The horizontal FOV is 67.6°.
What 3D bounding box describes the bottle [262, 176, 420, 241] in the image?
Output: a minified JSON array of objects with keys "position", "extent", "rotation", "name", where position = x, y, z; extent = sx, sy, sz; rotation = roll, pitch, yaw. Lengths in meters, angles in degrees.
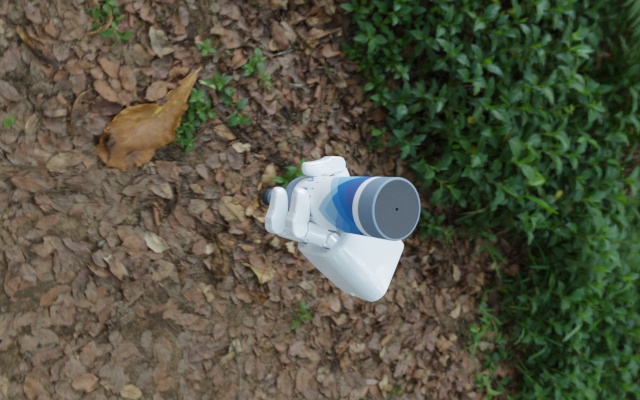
[{"position":[0.000,0.002,0.617],"extent":[0.069,0.069,0.295],"rotation":[0,3,-33],"name":"bottle"}]
